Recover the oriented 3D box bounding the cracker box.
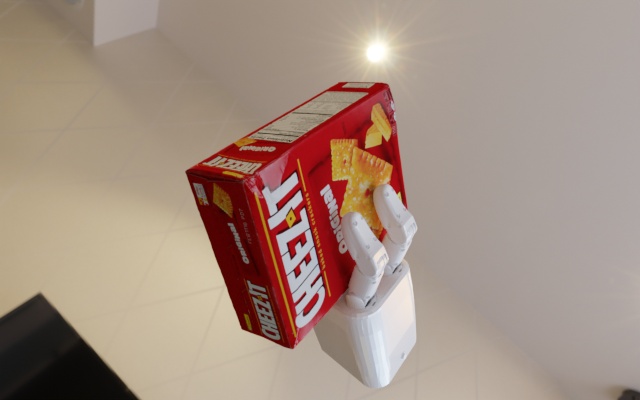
[{"bbox_3d":[0.000,0.001,0.445,0.072,0.164,0.213,9,35,36],"label":"cracker box"}]
